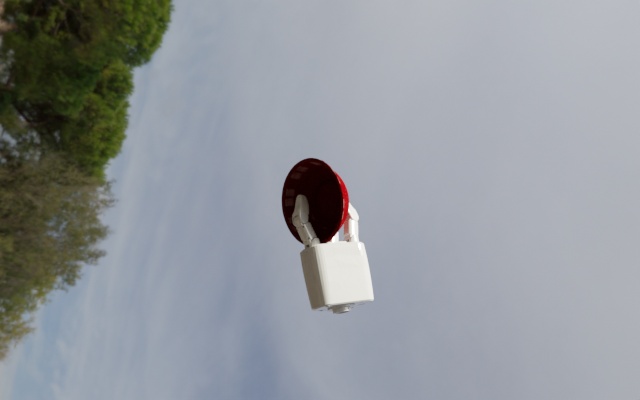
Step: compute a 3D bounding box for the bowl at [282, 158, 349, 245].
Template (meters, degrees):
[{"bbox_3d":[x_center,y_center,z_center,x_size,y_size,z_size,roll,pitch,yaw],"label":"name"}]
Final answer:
[{"bbox_3d":[0.000,0.002,0.878,0.162,0.162,0.055,0,3,45],"label":"bowl"}]
